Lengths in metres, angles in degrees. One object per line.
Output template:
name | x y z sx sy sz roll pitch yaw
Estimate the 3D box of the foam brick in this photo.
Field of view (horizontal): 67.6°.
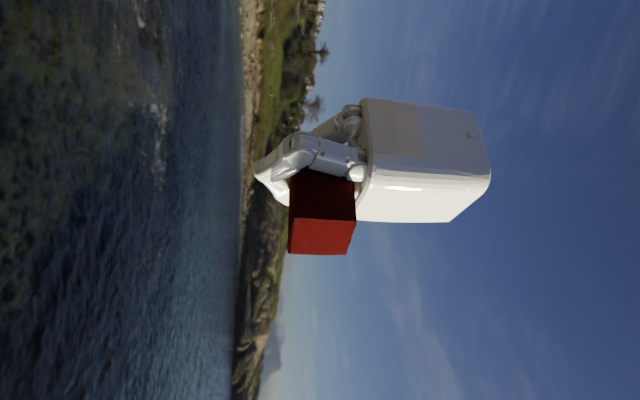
foam brick | 0.000 0.002 0.410 0.051 0.078 0.053 5 -39 -7
